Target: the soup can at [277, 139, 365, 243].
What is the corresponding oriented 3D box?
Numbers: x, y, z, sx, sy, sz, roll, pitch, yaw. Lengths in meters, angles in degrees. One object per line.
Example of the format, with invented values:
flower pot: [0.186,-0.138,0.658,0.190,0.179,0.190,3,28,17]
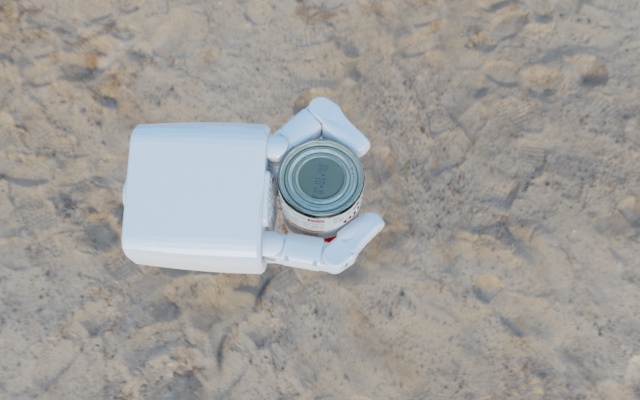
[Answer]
soup can: [0.001,0.001,0.402,0.068,0.068,0.102,0,-23,0]
